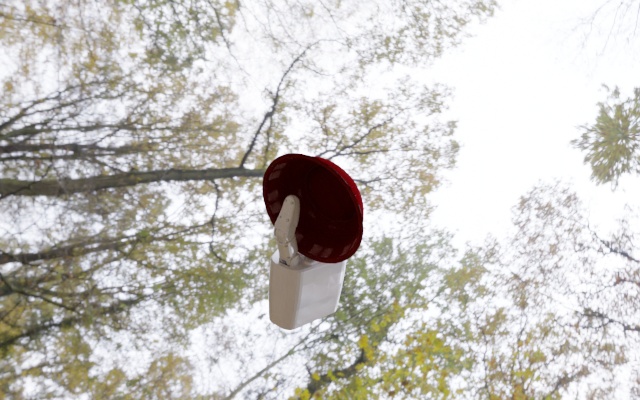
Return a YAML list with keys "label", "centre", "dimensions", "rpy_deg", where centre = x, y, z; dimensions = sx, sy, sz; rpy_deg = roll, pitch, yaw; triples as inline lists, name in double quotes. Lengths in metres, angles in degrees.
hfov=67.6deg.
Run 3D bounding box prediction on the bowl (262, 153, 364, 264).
- label: "bowl"
  centre: [0.001, 0.001, 0.638]
  dimensions: [0.162, 0.162, 0.055]
  rpy_deg: [0, 27, 40]
